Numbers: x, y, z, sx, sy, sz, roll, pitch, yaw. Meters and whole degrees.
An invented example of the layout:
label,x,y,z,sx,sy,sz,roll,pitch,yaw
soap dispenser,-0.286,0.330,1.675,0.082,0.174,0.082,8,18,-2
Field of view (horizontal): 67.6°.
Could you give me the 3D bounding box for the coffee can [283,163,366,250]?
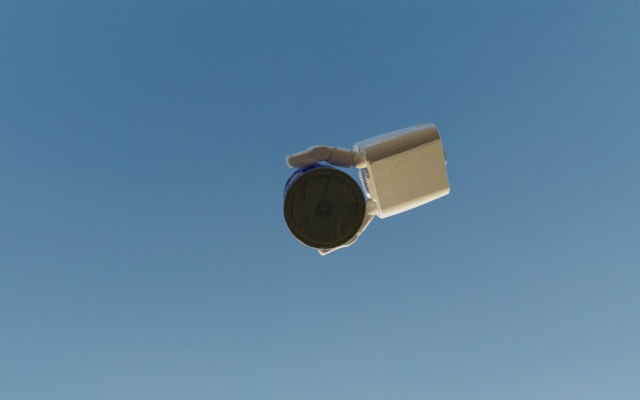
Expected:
label,x,y,z,sx,sy,sz,roll,pitch,yaw
coffee can,0.000,0.002,0.655,0.103,0.103,0.140,0,7,-5
